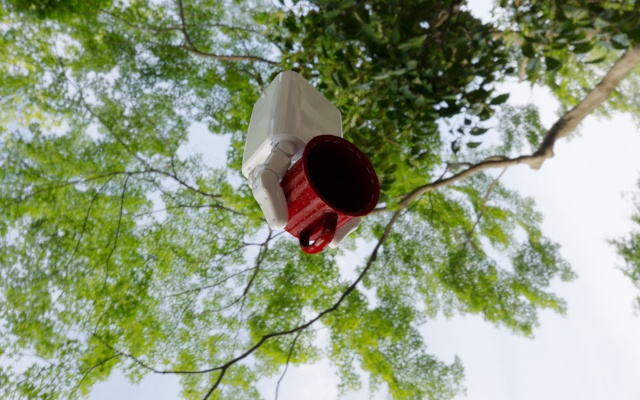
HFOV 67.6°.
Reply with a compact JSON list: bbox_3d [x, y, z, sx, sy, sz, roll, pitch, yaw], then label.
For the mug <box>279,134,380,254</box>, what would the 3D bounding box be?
[{"bbox_3d":[0.000,0.003,0.491,0.093,0.117,0.081,22,-38,-25],"label":"mug"}]
